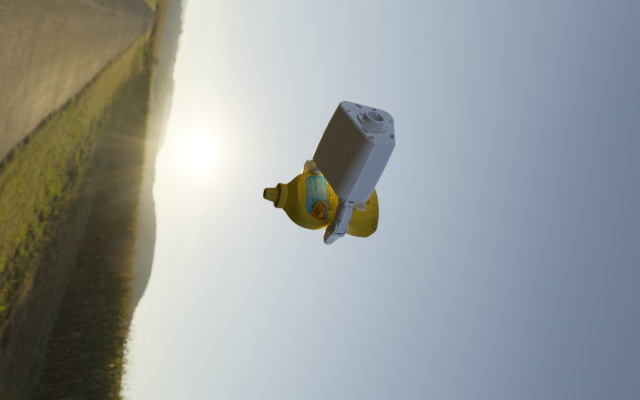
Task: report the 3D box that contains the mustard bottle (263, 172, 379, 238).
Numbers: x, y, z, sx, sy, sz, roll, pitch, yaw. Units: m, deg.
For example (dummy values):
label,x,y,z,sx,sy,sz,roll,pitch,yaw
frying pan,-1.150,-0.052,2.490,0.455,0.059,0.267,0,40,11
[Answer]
label,x,y,z,sx,sy,sz,roll,pitch,yaw
mustard bottle,0.000,0.003,0.781,0.191,0.096,0.058,9,-26,-22
